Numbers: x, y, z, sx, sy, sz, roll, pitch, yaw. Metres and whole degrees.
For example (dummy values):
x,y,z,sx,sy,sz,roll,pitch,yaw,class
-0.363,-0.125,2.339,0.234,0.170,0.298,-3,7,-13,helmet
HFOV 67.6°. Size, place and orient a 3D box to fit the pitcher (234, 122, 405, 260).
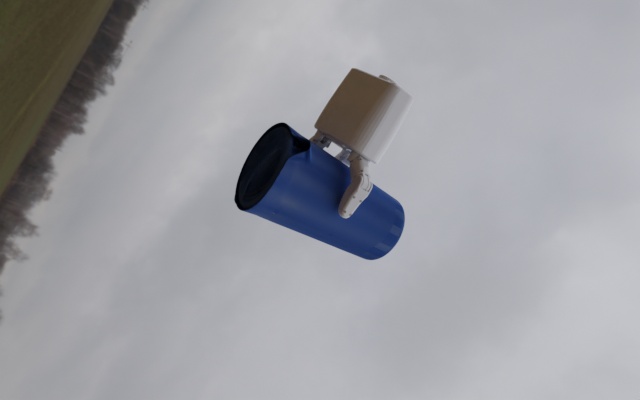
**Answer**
x,y,z,sx,sy,sz,roll,pitch,yaw,class
0.000,0.002,0.712,0.243,0.145,0.149,28,5,-30,pitcher
